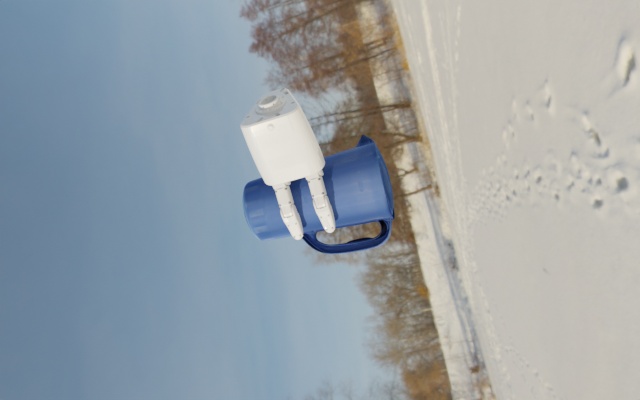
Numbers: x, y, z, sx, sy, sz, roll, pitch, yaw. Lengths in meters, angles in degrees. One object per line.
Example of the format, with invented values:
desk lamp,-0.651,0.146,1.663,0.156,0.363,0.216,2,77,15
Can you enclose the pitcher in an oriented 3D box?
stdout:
pitcher,0.000,0.002,0.805,0.243,0.145,0.149,-14,35,12
